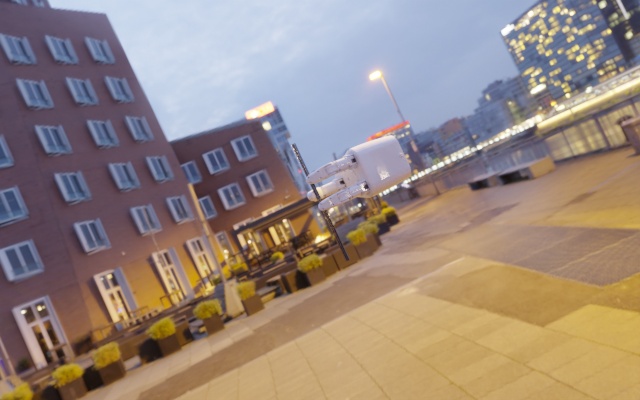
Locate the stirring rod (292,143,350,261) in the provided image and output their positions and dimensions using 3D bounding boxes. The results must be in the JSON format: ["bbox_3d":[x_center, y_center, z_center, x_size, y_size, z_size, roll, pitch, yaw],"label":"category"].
[{"bbox_3d":[0.000,0.003,0.892,0.011,0.239,0.011,-25,-2,-1],"label":"stirring rod"}]
